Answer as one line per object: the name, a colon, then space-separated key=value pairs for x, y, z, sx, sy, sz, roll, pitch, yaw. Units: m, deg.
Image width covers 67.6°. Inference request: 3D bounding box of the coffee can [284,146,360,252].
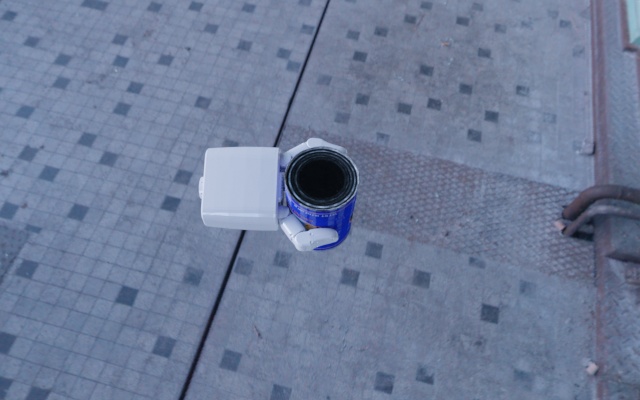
coffee can: x=0.000 y=0.002 z=0.702 sx=0.103 sy=0.102 sz=0.140 roll=0 pitch=-29 yaw=-2
